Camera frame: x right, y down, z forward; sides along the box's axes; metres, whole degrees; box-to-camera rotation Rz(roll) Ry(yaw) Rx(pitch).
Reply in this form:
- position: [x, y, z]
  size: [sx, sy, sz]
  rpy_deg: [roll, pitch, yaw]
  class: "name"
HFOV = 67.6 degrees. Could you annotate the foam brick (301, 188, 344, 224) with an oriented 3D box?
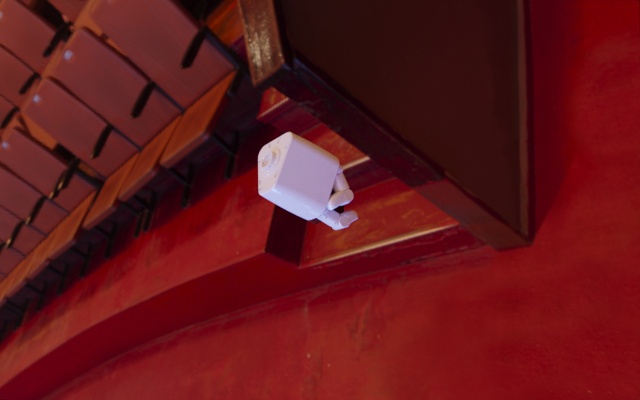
- position: [0.000, 0.003, 0.872]
  size: [0.051, 0.053, 0.078]
  rpy_deg: [26, -33, -35]
  class: "foam brick"
